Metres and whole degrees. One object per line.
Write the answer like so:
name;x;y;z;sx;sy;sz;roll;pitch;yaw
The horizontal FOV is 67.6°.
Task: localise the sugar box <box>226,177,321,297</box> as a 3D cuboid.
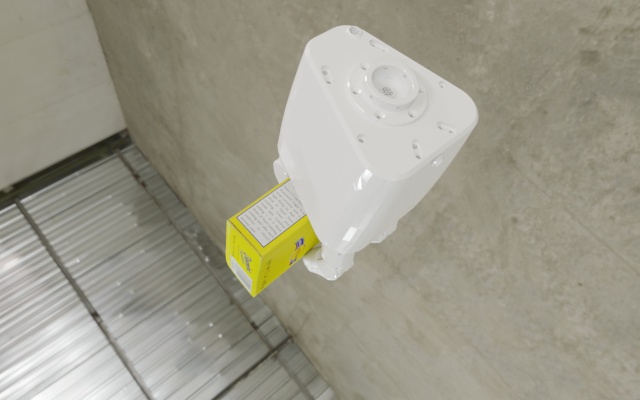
sugar box;0.000;0.002;0.412;0.176;0.048;0.093;-35;-16;-26
